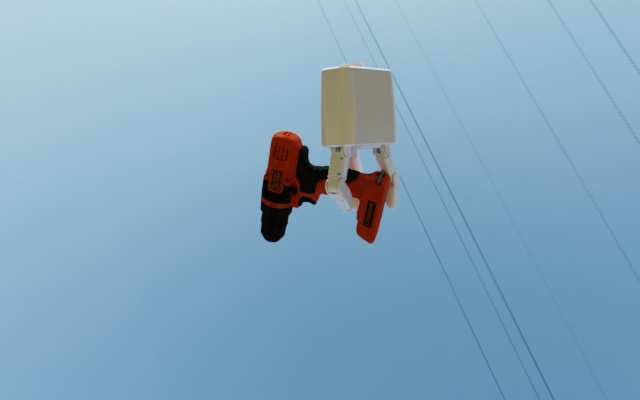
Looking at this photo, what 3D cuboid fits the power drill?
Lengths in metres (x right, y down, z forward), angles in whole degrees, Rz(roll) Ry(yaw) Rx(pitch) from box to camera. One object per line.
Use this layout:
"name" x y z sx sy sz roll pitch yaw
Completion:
"power drill" 0.001 0.002 0.717 0.187 0.184 0.057 15 28 9
